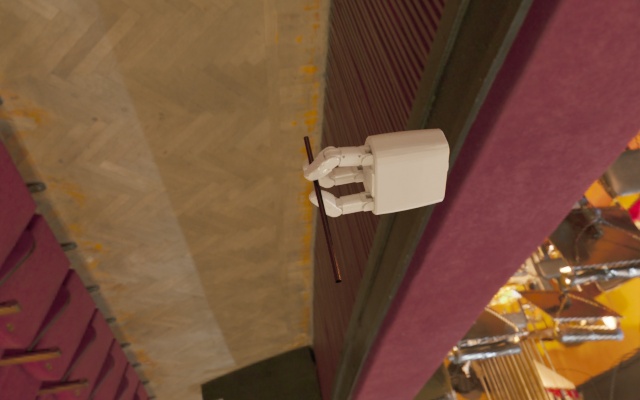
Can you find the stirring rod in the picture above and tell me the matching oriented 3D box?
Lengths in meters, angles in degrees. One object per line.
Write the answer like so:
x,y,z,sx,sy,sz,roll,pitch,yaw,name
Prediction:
0.000,0.002,0.646,0.011,0.239,0.011,-8,-35,-6,stirring rod
